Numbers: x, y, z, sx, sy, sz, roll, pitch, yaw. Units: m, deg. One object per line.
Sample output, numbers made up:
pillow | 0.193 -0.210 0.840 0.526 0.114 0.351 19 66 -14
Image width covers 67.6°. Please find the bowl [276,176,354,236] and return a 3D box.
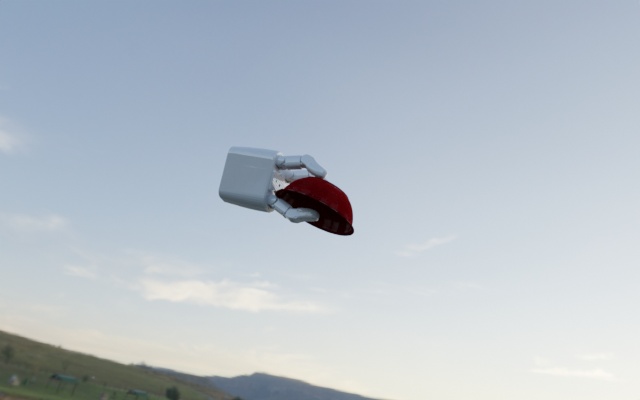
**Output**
bowl | 0.002 0.003 0.887 0.162 0.055 0.162 26 -18 9
